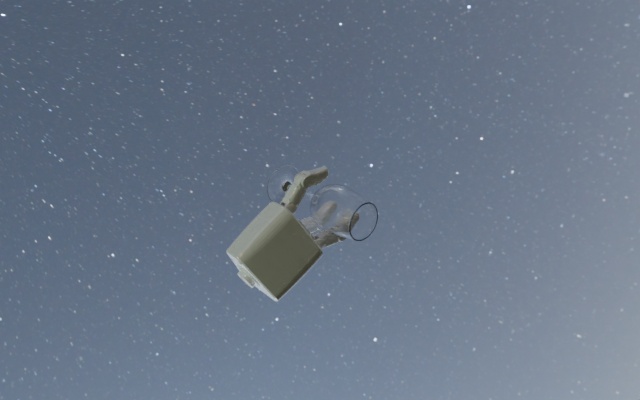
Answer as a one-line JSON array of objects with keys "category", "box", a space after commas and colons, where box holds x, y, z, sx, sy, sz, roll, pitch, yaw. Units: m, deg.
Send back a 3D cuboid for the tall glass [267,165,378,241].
[{"category": "tall glass", "box": [0.000, 0.002, 0.781, 0.079, 0.079, 0.201, 0, 17, -44]}]
